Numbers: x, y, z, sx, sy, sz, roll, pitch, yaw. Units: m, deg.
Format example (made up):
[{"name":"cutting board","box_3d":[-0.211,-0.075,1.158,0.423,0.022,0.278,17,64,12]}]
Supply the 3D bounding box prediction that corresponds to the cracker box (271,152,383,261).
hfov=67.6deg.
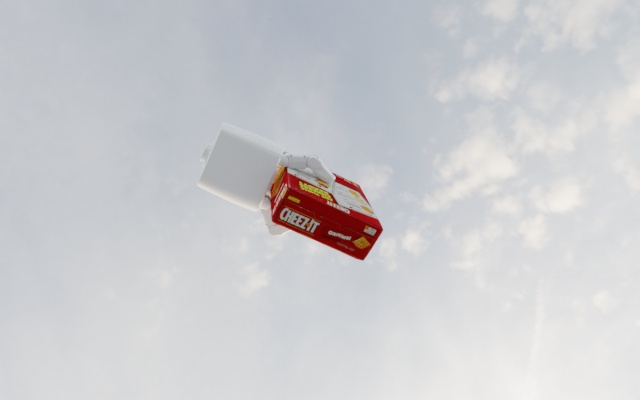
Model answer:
[{"name":"cracker box","box_3d":[0.000,0.002,0.815,0.164,0.072,0.213,24,16,-14]}]
